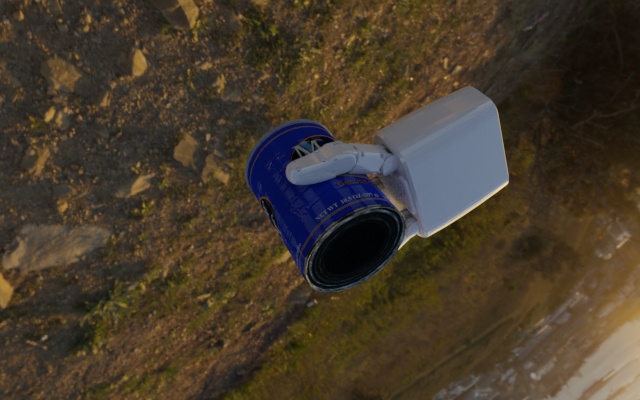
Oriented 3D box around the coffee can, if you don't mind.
[{"bbox_3d":[0.000,0.001,0.458,0.103,0.103,0.140,0,38,-36],"label":"coffee can"}]
